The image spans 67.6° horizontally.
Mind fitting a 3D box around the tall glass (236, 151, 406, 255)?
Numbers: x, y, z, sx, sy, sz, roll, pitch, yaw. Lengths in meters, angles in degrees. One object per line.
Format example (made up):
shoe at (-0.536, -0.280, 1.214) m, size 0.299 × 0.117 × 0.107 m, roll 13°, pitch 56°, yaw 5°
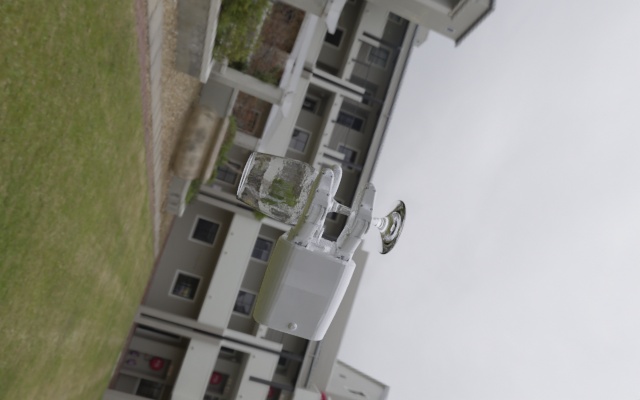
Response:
tall glass at (0.001, 0.002, 0.592) m, size 0.201 × 0.079 × 0.079 m, roll 20°, pitch -5°, yaw -13°
